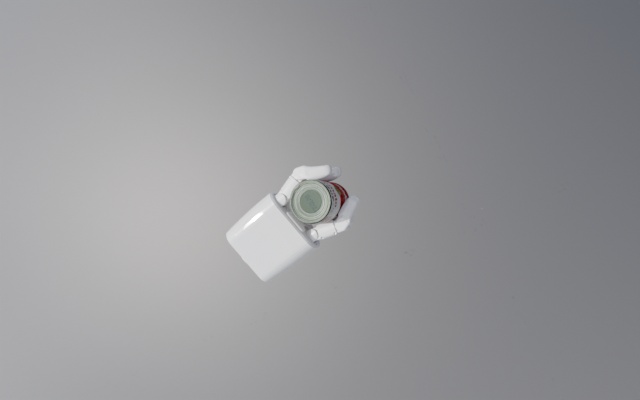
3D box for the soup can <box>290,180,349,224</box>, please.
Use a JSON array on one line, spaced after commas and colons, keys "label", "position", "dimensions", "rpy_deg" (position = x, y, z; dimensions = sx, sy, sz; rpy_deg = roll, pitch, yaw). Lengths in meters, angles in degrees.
[{"label": "soup can", "position": [0.000, 0.002, 0.749], "dimensions": [0.068, 0.068, 0.102], "rpy_deg": [0, -1, 19]}]
